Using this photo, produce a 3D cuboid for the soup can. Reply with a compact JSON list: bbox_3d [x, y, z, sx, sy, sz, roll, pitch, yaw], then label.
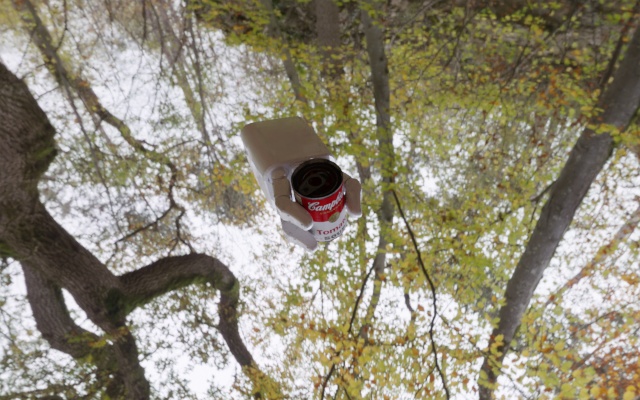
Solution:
[{"bbox_3d":[0.000,0.003,0.648,0.068,0.068,0.102,0,-38,7],"label":"soup can"}]
